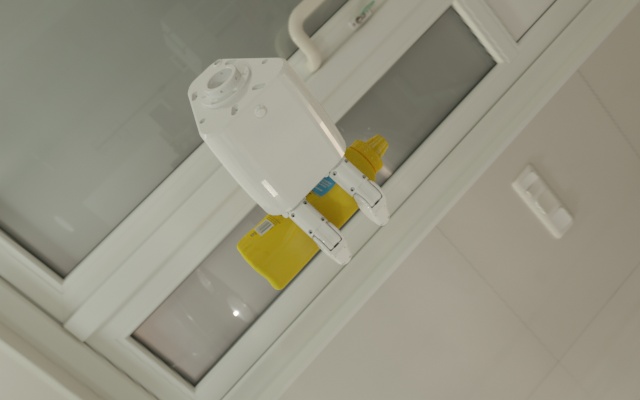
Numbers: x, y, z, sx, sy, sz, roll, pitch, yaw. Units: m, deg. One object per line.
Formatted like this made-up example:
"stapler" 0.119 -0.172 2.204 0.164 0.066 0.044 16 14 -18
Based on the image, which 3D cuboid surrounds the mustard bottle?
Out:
"mustard bottle" 0.000 0.002 0.501 0.058 0.191 0.096 47 -8 -19
